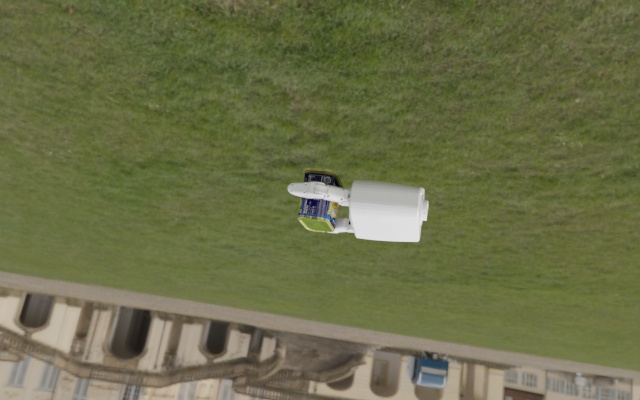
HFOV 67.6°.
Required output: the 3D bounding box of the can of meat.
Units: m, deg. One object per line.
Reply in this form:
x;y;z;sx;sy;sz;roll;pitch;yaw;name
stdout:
0.000;0.003;0.794;0.057;0.084;0.102;5;-15;12;can of meat
